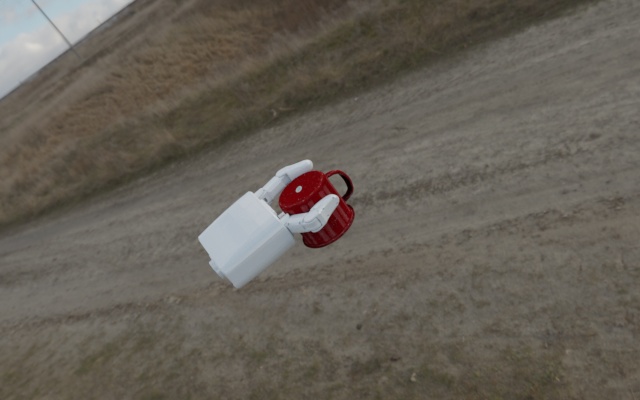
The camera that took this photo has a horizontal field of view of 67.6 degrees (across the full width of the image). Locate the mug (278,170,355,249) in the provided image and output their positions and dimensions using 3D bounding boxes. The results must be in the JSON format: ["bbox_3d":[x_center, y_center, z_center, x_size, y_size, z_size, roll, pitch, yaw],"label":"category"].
[{"bbox_3d":[0.001,0.001,0.711,0.117,0.081,0.093,-42,29,-10],"label":"mug"}]
